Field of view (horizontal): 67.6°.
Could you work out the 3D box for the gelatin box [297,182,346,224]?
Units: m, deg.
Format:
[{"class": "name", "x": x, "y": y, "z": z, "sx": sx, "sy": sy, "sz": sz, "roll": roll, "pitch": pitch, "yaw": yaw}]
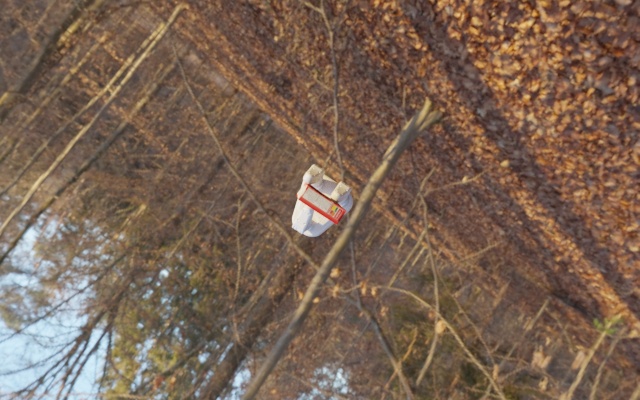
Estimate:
[{"class": "gelatin box", "x": 0.000, "y": 0.003, "z": 0.772, "sx": 0.073, "sy": 0.030, "sz": 0.089, "roll": 34, "pitch": 2, "yaw": -7}]
